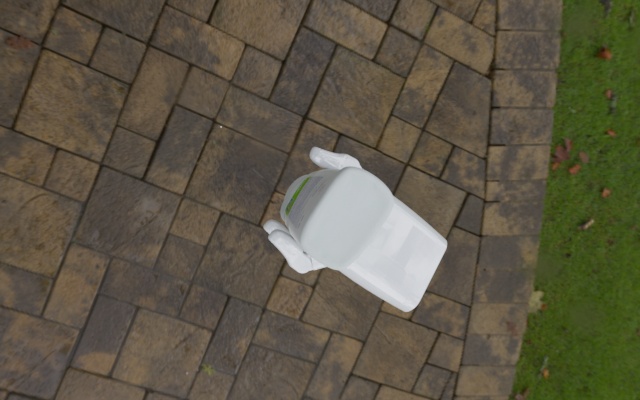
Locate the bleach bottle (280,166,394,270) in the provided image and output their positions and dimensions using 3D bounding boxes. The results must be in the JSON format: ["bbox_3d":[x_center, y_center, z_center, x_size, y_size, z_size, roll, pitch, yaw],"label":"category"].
[{"bbox_3d":[0.000,0.002,0.572,0.068,0.102,0.251,35,0,-14],"label":"bleach bottle"}]
